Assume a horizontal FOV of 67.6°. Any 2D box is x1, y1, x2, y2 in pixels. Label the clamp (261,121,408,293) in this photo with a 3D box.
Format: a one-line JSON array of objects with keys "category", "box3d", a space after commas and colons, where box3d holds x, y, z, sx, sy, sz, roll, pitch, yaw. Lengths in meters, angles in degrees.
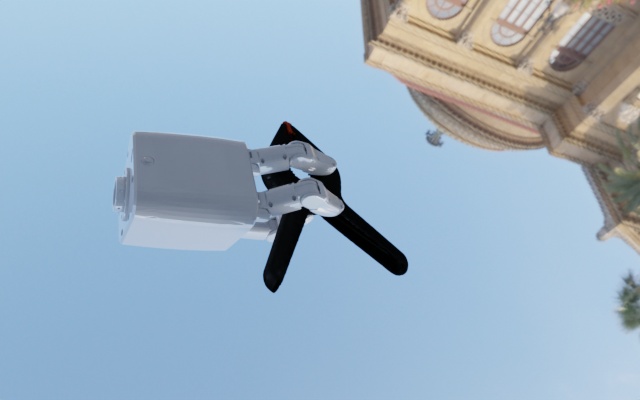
[{"category": "clamp", "box3d": [-0.001, 0.002, 0.510, 0.164, 0.209, 0.036, 6, -40, -30]}]
